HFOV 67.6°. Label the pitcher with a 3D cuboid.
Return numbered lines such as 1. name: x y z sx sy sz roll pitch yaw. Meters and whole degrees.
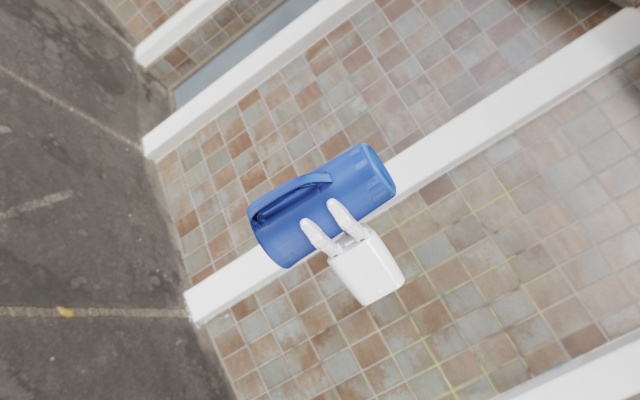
1. pitcher: 0.000 0.003 0.824 0.243 0.145 0.149 -32 12 14
